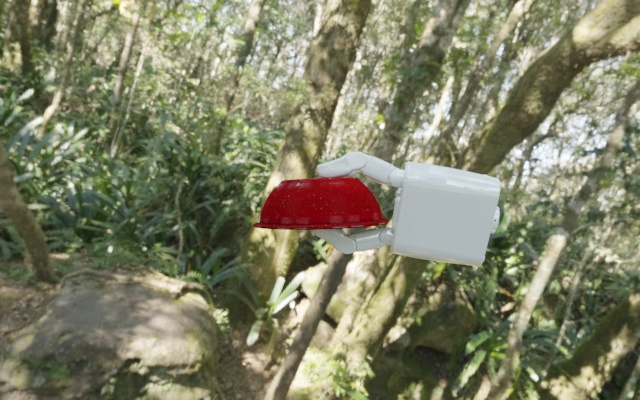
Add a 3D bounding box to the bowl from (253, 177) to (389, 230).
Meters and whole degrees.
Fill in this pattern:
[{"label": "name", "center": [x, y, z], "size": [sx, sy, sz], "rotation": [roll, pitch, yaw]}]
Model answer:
[{"label": "bowl", "center": [-0.001, 0.001, 0.570], "size": [0.162, 0.055, 0.162], "rotation": [-2, 1, 0]}]
